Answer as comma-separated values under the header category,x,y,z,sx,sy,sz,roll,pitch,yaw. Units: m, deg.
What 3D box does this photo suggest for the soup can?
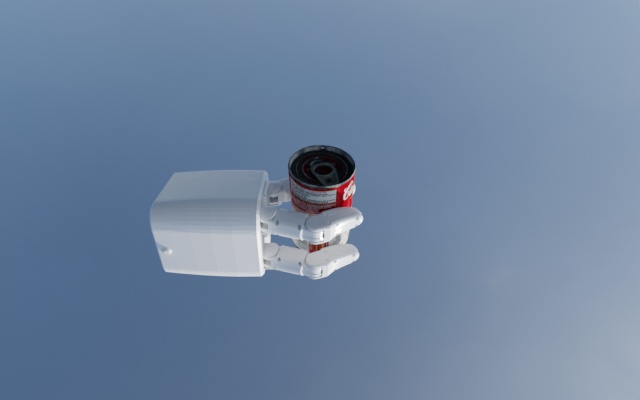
category,x,y,z,sx,sy,sz,roll,pitch,yaw
soup can,0.001,0.002,0.511,0.068,0.102,0.068,1,42,-1
